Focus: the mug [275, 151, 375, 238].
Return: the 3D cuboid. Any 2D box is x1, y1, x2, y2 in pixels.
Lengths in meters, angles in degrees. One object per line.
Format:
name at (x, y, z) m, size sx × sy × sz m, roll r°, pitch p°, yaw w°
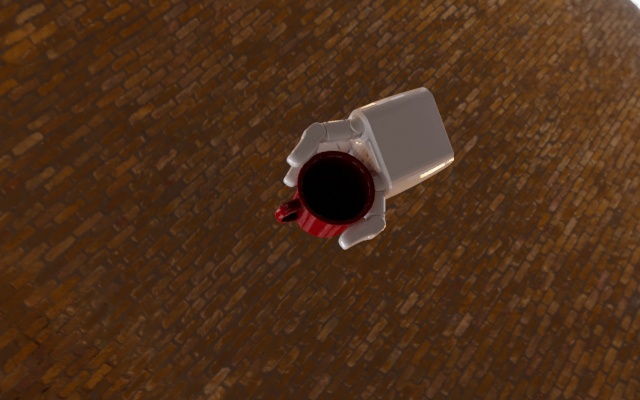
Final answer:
mug at (-0.001, 0.003, 0.582) m, size 0.117 × 0.093 × 0.081 m, roll -22°, pitch -13°, yaw -19°
